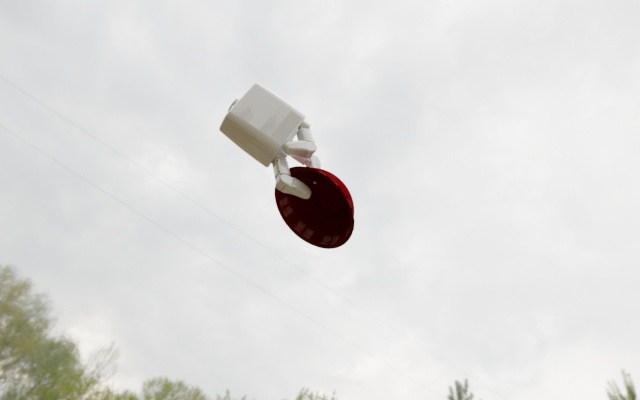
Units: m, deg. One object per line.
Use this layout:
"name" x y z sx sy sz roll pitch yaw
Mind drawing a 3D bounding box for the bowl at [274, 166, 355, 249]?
"bowl" 0.001 0.004 0.828 0.162 0.162 0.055 0 29 38
